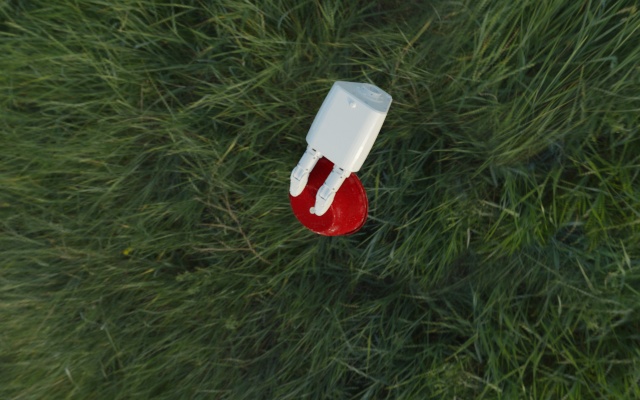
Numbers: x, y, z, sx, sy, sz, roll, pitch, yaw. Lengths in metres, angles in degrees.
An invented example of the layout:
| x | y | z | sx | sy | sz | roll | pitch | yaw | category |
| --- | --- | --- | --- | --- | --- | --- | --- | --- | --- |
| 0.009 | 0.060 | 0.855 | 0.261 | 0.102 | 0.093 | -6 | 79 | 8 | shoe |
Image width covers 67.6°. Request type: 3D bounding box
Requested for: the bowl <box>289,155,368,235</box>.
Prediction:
| x | y | z | sx | sy | sz | roll | pitch | yaw | category |
| --- | --- | --- | --- | --- | --- | --- | --- | --- | --- |
| 0.000 | 0.004 | 0.833 | 0.162 | 0.162 | 0.055 | 0 | 27 | 39 | bowl |
